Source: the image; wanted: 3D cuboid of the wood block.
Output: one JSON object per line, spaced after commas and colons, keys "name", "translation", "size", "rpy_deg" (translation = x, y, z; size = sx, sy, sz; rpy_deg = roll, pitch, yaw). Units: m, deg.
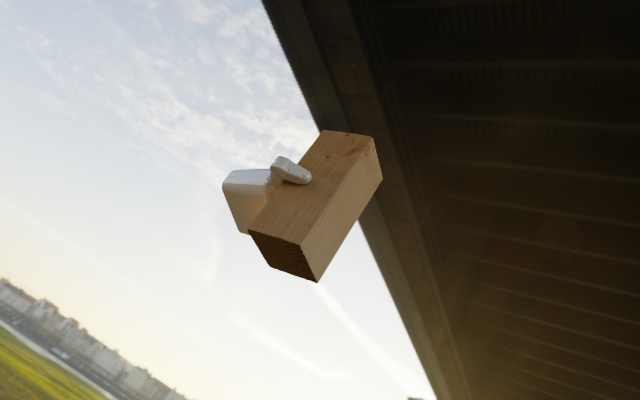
{"name": "wood block", "translation": [0.000, 0.002, 0.687], "size": [0.090, 0.206, 0.091], "rpy_deg": [14, -36, 32]}
